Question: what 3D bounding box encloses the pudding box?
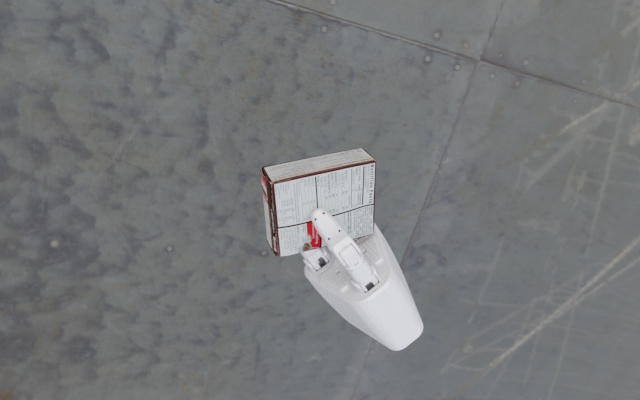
[{"bbox_3d":[0.000,0.002,0.483,0.113,0.090,0.039,-14,31,-19],"label":"pudding box"}]
